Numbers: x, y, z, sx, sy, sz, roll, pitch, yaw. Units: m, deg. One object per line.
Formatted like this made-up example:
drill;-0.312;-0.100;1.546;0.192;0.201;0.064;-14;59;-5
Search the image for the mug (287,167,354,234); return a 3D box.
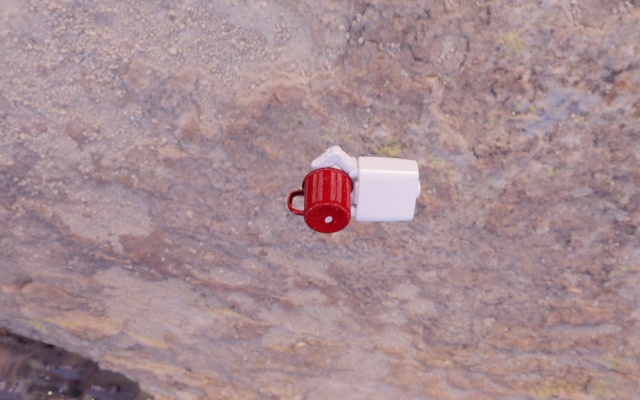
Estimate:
mug;-0.001;0.003;0.832;0.117;0.081;0.093;1;-44;1
